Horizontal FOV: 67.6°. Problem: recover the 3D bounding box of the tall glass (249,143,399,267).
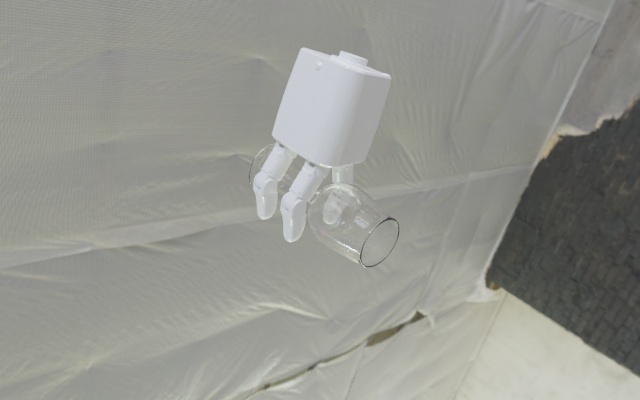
[{"bbox_3d":[0.000,0.002,0.576,0.079,0.079,0.201,0,27,-47],"label":"tall glass"}]
